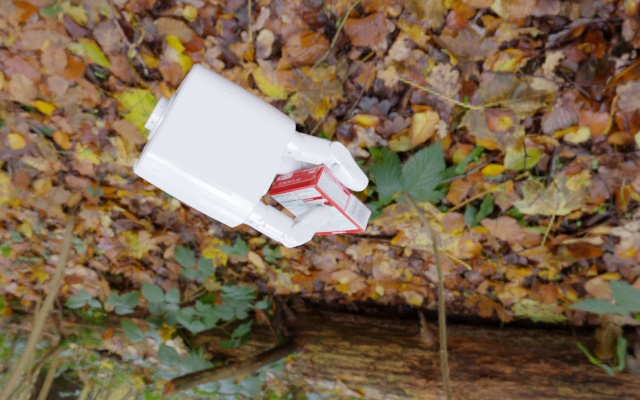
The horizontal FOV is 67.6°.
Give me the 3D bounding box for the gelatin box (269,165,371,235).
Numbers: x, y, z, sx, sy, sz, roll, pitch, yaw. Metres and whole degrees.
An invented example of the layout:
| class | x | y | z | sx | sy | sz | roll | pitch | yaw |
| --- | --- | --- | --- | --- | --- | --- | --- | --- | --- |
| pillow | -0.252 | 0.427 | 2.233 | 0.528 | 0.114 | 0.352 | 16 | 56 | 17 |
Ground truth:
| class | x | y | z | sx | sy | sz | roll | pitch | yaw |
| --- | --- | --- | --- | --- | --- | --- | --- | --- | --- |
| gelatin box | 0.000 | 0.002 | 0.522 | 0.073 | 0.030 | 0.089 | -9 | -42 | 46 |
